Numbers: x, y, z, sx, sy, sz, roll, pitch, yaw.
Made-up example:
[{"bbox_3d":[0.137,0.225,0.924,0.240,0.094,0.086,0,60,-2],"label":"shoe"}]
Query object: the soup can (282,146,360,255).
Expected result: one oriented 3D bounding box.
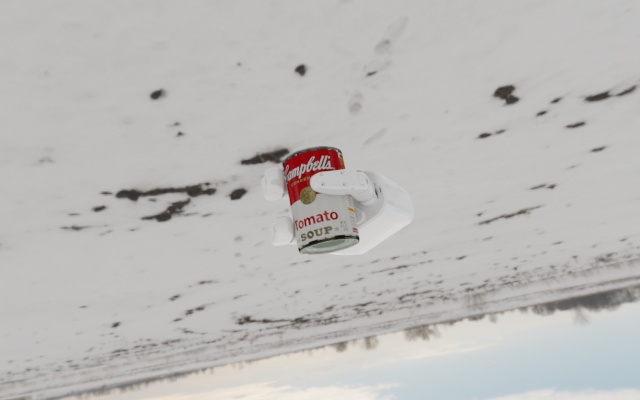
[{"bbox_3d":[0.000,0.002,0.515,0.068,0.102,0.068,-10,-17,-3],"label":"soup can"}]
